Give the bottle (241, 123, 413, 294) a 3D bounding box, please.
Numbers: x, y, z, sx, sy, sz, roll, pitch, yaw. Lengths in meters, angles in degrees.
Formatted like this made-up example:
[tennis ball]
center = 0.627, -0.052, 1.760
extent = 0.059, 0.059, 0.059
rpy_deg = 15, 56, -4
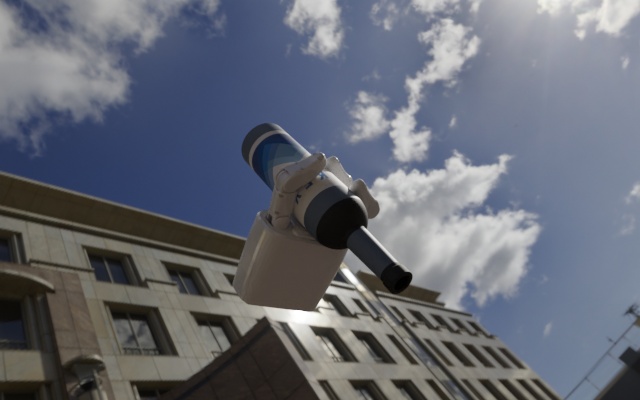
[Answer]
[bottle]
center = 0.000, 0.002, 0.552
extent = 0.069, 0.069, 0.295
rpy_deg = 0, 32, -38
